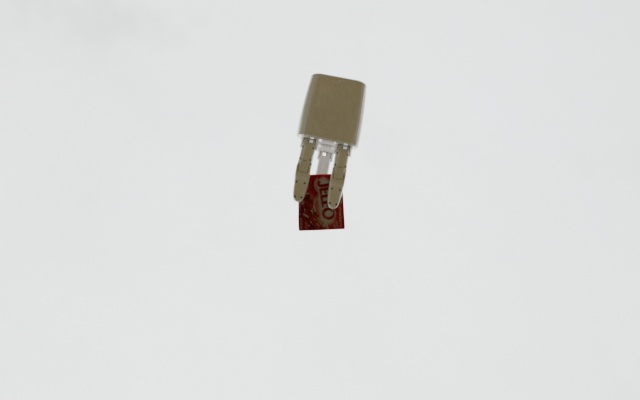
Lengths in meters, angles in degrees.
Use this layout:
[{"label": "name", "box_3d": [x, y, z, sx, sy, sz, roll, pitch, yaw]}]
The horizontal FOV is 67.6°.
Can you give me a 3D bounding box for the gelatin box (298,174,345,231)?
[{"label": "gelatin box", "box_3d": [0.000, 0.003, 0.759, 0.073, 0.089, 0.030, -2, -1, 0]}]
